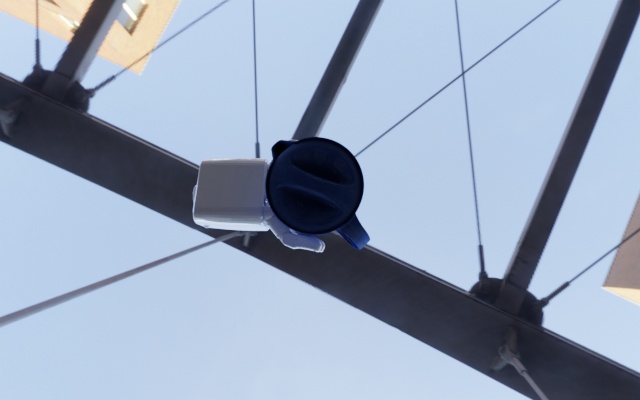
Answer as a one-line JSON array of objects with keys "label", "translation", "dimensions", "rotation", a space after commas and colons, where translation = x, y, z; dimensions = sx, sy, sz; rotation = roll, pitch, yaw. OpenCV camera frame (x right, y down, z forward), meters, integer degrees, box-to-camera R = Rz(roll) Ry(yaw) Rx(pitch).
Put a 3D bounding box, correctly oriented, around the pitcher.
[{"label": "pitcher", "translation": [0.000, 0.002, 0.749], "dimensions": [0.145, 0.149, 0.243], "rotation": [1, -7, 1]}]
